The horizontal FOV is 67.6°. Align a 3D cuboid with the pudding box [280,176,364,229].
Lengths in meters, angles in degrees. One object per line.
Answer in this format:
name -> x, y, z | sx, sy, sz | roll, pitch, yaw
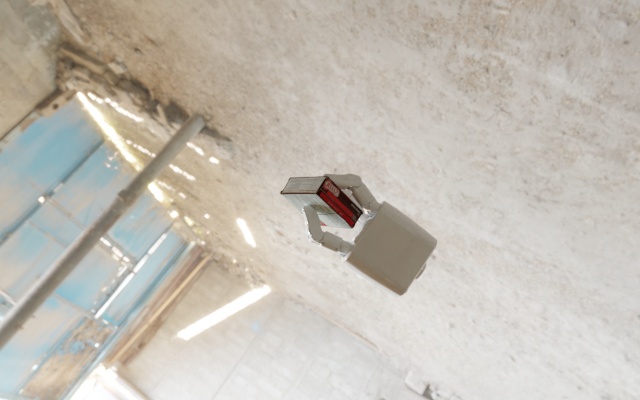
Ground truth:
pudding box -> 0.000, 0.003, 0.758 | 0.090, 0.039, 0.113 | 45, -24, -27
